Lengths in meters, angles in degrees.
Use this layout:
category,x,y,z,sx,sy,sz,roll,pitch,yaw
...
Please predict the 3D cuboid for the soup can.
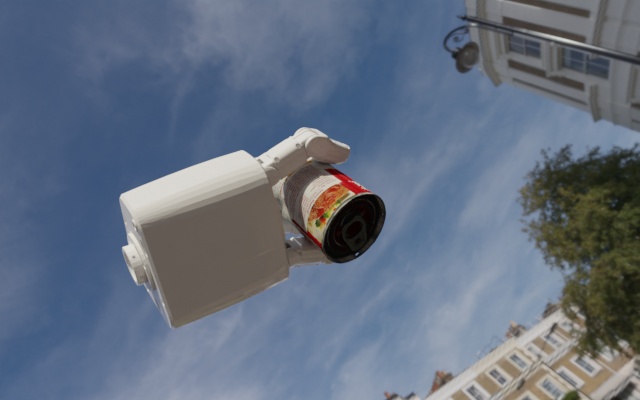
category,x,y,z,sx,sy,sz,roll,pitch,yaw
soup can,0.000,0.001,0.434,0.068,0.068,0.102,0,27,-41
